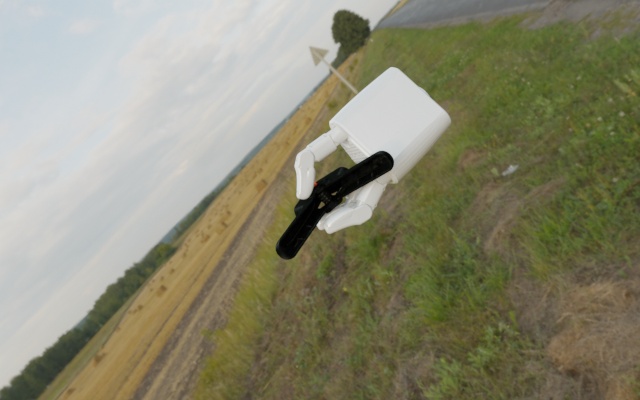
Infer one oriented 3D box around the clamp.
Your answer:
[{"bbox_3d":[0.000,0.001,0.607,0.164,0.036,0.210,-42,9,-7],"label":"clamp"}]
